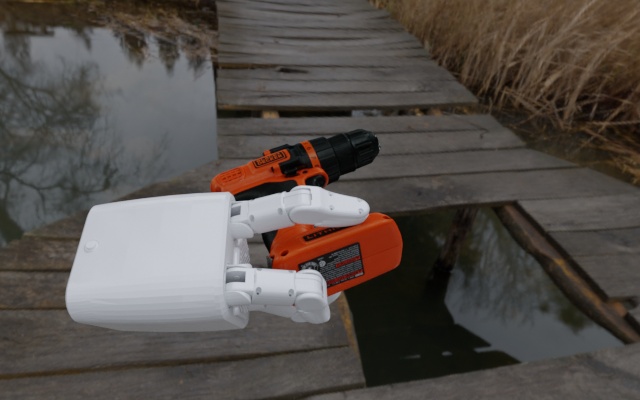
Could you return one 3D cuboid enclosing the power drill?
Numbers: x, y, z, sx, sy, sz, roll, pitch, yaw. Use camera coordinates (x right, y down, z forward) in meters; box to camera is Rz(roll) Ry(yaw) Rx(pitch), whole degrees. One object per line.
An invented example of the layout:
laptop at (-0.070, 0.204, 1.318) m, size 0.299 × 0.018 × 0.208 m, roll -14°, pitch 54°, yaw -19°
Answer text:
power drill at (0.000, 0.002, 0.443) m, size 0.184 × 0.057 × 0.187 m, roll -22°, pitch 34°, yaw -9°
